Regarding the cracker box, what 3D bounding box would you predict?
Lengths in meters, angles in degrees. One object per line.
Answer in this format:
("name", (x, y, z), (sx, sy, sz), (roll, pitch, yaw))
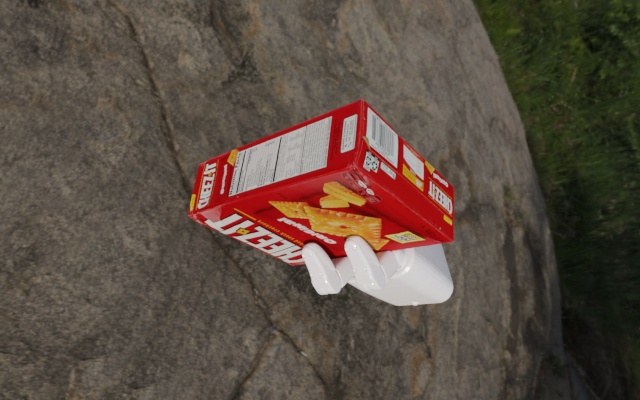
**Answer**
("cracker box", (0.000, 0.001, 0.478), (0.214, 0.072, 0.164), (-15, -34, 37))
